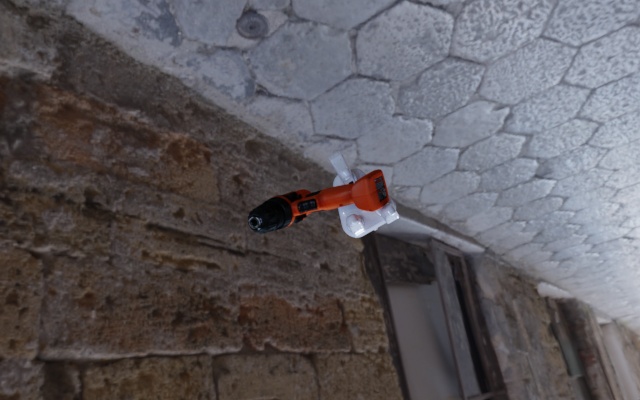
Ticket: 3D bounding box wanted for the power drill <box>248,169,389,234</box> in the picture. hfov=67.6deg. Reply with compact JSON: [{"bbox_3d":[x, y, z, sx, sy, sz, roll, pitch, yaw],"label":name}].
[{"bbox_3d":[0.001,0.002,0.737,0.187,0.057,0.184,-11,8,24],"label":"power drill"}]
